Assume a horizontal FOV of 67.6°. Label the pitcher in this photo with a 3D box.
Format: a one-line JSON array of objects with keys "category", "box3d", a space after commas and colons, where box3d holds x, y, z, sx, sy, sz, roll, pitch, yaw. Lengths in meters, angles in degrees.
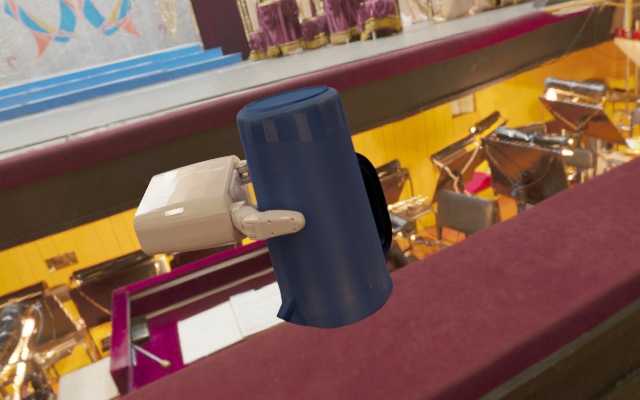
[{"category": "pitcher", "box3d": [0.000, 0.002, 0.529, 0.145, 0.243, 0.149, -11, 21, 7]}]
